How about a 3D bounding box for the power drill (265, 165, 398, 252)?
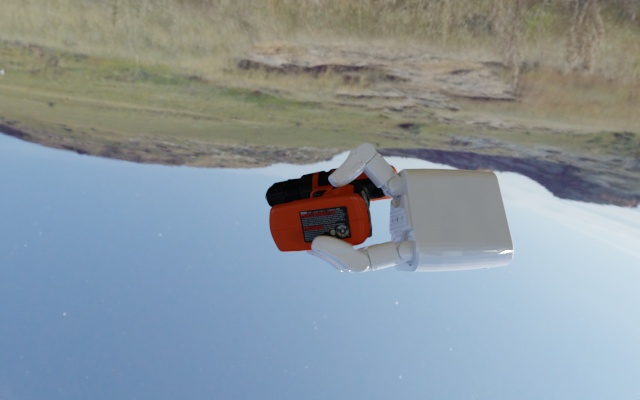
[{"bbox_3d":[0.000,0.002,0.579,0.184,0.057,0.187,-9,15,14],"label":"power drill"}]
